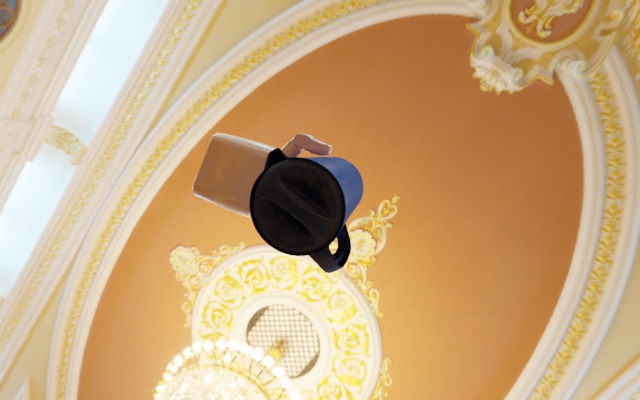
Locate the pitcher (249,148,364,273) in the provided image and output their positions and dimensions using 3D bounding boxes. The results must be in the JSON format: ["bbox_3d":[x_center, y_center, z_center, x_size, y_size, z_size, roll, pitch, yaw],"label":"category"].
[{"bbox_3d":[0.000,0.002,0.738,0.145,0.149,0.243,19,13,11],"label":"pitcher"}]
